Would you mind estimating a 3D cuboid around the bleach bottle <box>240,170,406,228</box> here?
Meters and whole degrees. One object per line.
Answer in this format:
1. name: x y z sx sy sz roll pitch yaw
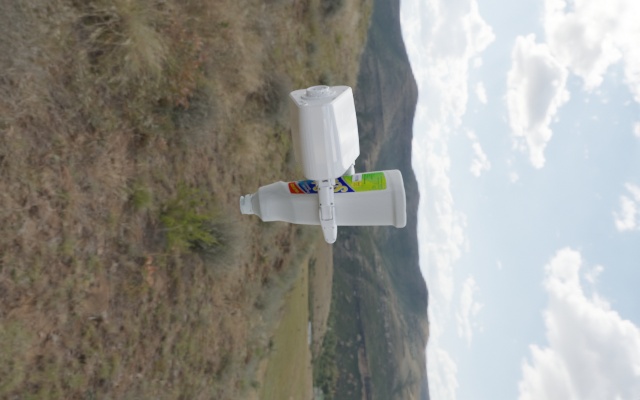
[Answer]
1. bleach bottle: 0.000 0.002 0.733 0.251 0.068 0.102 -4 27 6
